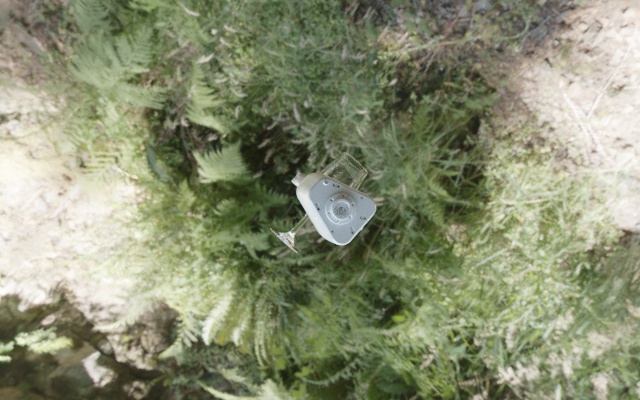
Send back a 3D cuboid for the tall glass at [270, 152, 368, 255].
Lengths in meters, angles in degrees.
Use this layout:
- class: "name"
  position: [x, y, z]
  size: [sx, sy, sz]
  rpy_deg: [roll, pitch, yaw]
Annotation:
- class: "tall glass"
  position: [0.000, 0.003, 0.899]
  size: [0.079, 0.201, 0.079]
  rpy_deg: [42, -4, 3]
